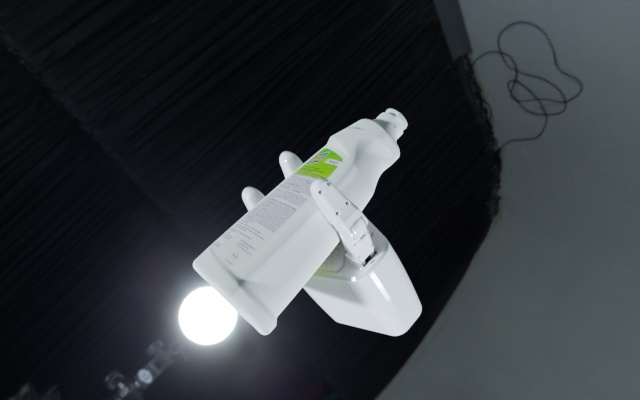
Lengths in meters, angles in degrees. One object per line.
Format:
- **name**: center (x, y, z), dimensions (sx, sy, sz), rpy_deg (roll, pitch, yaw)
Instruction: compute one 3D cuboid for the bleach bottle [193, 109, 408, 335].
- **bleach bottle**: center (0.000, 0.001, 0.457), dimensions (0.250, 0.068, 0.102), rpy_deg (-45, 34, -17)
